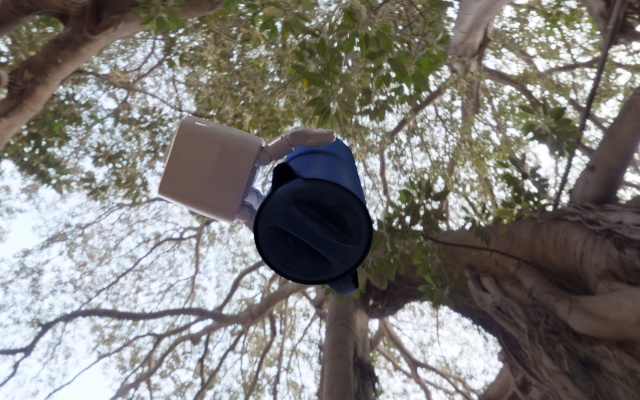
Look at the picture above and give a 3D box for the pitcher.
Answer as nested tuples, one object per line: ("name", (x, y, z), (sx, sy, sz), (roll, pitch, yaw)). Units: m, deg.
("pitcher", (0.000, 0.002, 0.633), (0.145, 0.149, 0.242), (17, 23, -4))
